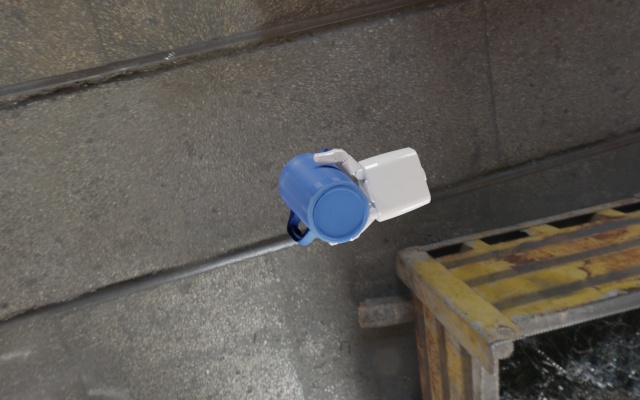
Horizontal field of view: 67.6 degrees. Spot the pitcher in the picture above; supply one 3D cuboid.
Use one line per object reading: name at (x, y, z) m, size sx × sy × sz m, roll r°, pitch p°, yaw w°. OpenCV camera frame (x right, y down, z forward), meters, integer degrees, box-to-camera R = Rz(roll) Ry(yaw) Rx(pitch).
pitcher at (0.000, 0.003, 0.892) m, size 0.145 × 0.149 × 0.242 m, roll -19°, pitch 18°, yaw -8°
